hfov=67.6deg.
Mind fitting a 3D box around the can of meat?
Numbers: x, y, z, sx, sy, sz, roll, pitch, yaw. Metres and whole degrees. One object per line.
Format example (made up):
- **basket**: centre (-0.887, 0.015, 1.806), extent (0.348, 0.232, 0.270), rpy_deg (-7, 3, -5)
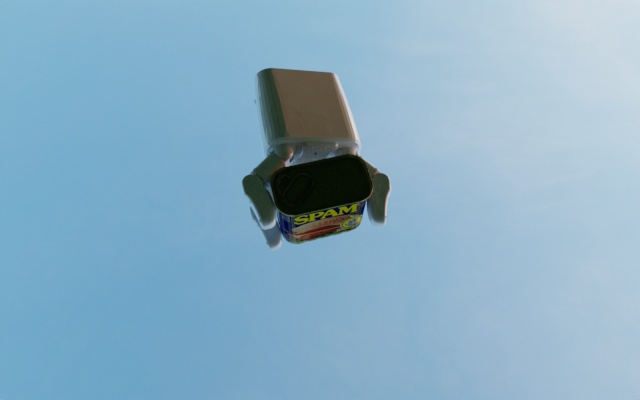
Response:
- **can of meat**: centre (0.000, 0.002, 0.520), extent (0.102, 0.057, 0.084), rpy_deg (-12, -26, -8)
